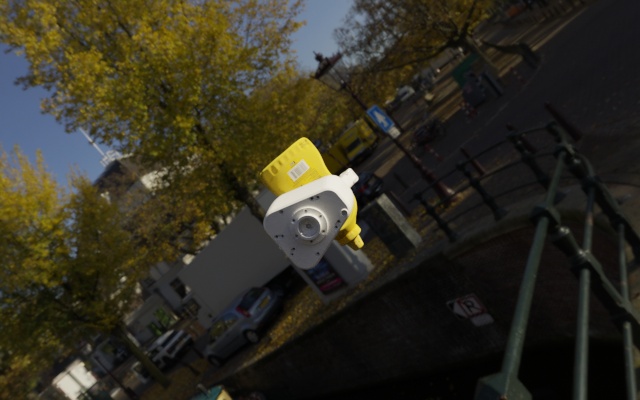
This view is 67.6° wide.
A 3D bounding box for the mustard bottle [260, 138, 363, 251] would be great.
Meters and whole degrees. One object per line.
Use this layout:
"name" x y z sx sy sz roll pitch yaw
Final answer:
"mustard bottle" 0.000 0.002 0.749 0.096 0.191 0.058 -42 5 -15
